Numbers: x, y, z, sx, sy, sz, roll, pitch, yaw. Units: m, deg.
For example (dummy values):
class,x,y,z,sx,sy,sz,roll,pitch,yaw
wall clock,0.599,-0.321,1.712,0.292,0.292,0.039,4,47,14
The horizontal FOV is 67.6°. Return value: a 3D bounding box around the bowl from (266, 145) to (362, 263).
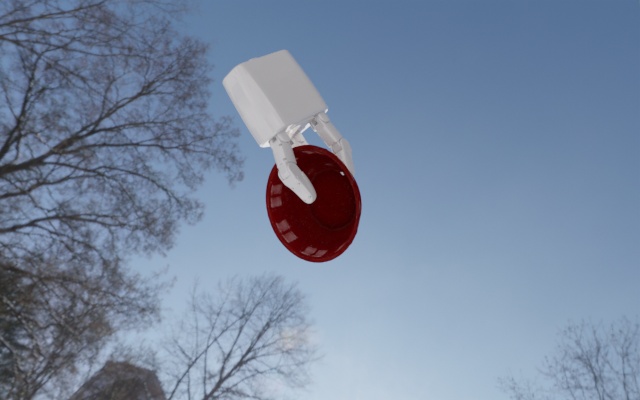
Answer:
class,x,y,z,sx,sy,sz,roll,pitch,yaw
bowl,0.001,0.003,0.666,0.162,0.162,0.055,0,8,37
